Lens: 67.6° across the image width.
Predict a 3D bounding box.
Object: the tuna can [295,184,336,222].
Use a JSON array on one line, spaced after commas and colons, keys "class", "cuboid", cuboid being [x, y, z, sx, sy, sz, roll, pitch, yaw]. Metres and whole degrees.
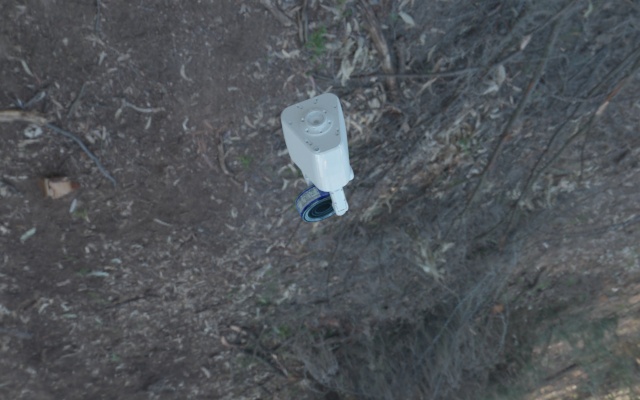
[{"class": "tuna can", "cuboid": [0.000, 0.003, 0.846, 0.086, 0.033, 0.086, -21, -26, -11]}]
